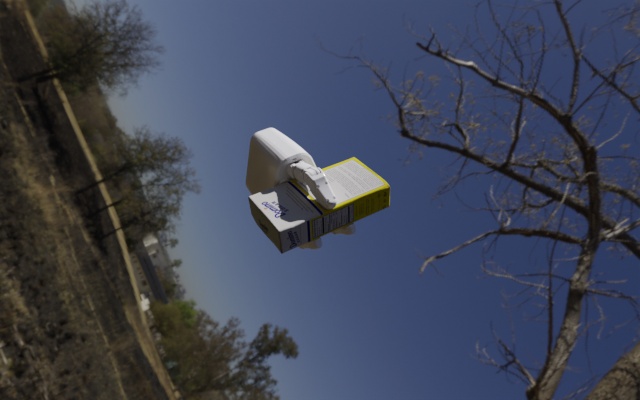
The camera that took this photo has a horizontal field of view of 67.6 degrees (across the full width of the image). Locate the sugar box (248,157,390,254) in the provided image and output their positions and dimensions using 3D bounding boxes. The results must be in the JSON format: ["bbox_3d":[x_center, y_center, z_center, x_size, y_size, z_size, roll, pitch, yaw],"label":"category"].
[{"bbox_3d":[0.000,0.002,0.661,0.176,0.048,0.093,-23,41,-22],"label":"sugar box"}]
